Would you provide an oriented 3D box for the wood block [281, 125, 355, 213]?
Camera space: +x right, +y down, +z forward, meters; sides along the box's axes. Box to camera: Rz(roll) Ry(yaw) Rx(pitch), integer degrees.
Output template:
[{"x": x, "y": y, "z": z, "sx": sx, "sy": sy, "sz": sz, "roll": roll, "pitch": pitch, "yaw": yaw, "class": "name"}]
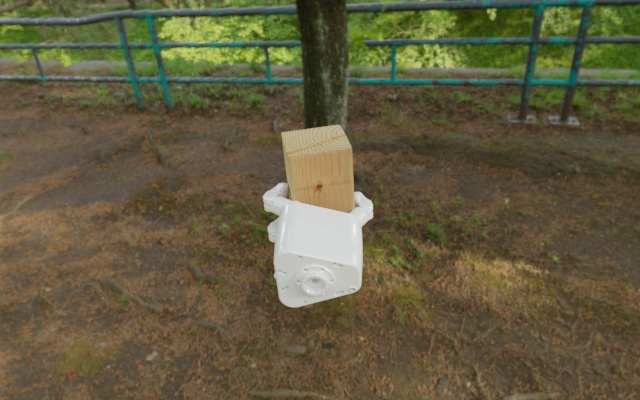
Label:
[{"x": 0.000, "y": 0.002, "z": 0.725, "sx": 0.091, "sy": 0.206, "sz": 0.090, "roll": -8, "pitch": 31, "yaw": -6, "class": "wood block"}]
